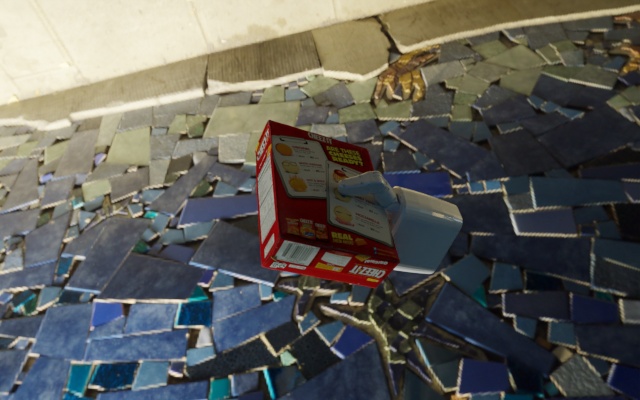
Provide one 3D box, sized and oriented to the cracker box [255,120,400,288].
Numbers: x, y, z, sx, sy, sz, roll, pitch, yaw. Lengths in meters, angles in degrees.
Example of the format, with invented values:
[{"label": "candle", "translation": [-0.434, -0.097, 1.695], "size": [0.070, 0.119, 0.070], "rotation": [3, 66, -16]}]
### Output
[{"label": "cracker box", "translation": [0.000, 0.002, 0.641], "size": [0.164, 0.213, 0.072], "rotation": [14, -48, -24]}]
